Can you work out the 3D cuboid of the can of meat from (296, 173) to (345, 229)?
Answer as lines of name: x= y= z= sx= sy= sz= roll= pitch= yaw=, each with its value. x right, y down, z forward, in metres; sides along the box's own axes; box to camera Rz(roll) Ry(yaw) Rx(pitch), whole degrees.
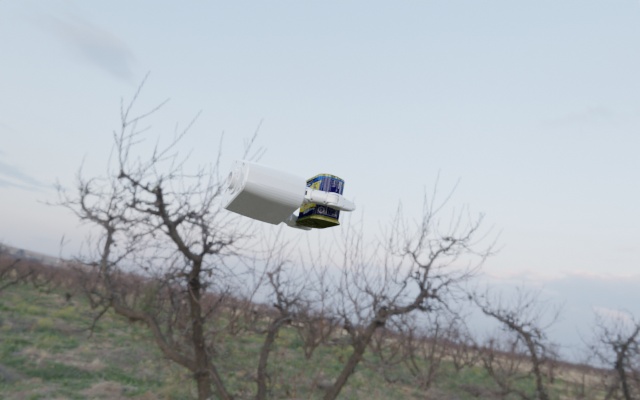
can of meat: x=0.000 y=0.003 z=0.873 sx=0.057 sy=0.084 sz=0.102 roll=15 pitch=-14 yaw=-23
